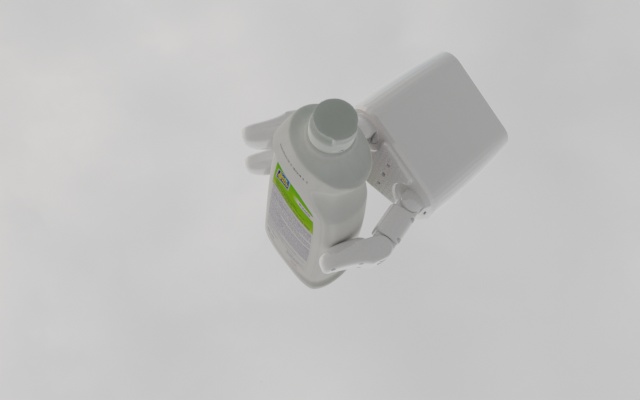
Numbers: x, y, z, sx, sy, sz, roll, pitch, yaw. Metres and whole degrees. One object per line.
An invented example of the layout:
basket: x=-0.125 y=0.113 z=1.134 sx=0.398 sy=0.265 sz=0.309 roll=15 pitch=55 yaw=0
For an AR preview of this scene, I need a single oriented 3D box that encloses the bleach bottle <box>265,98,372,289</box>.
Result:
bleach bottle: x=0.000 y=0.001 z=0.402 sx=0.068 sy=0.102 sz=0.251 roll=-37 pitch=-12 yaw=-18
